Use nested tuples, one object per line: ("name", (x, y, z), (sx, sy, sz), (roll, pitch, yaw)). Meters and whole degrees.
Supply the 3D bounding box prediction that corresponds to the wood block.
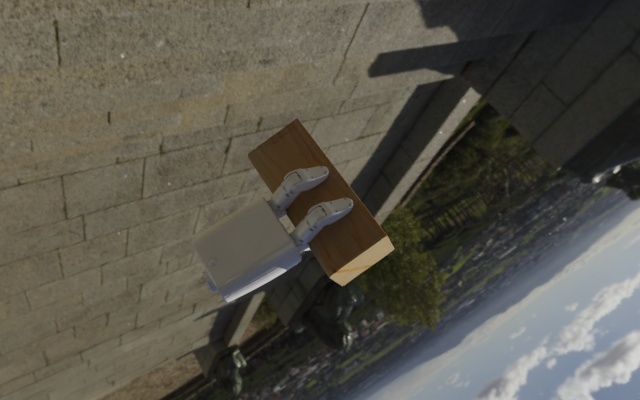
("wood block", (0.000, 0.003, 0.651), (0.090, 0.206, 0.091), (-36, -22, 1))
